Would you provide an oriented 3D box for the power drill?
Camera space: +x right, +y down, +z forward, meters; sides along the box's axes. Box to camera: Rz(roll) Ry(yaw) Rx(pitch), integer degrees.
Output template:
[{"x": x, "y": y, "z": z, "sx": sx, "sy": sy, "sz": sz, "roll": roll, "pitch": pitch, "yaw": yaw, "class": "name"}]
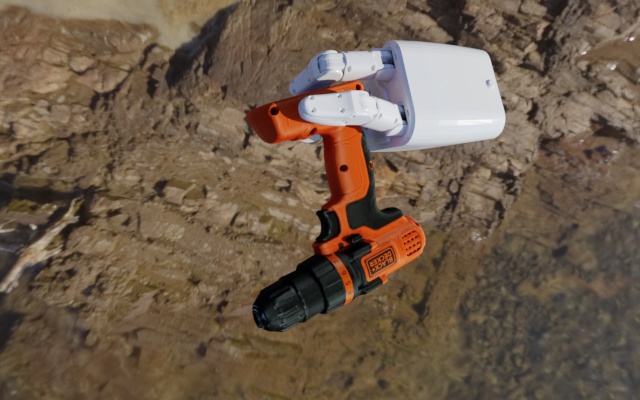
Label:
[{"x": 0.000, "y": 0.001, "z": 0.421, "sx": 0.184, "sy": 0.188, "sz": 0.057, "roll": -24, "pitch": 14, "yaw": -31, "class": "power drill"}]
